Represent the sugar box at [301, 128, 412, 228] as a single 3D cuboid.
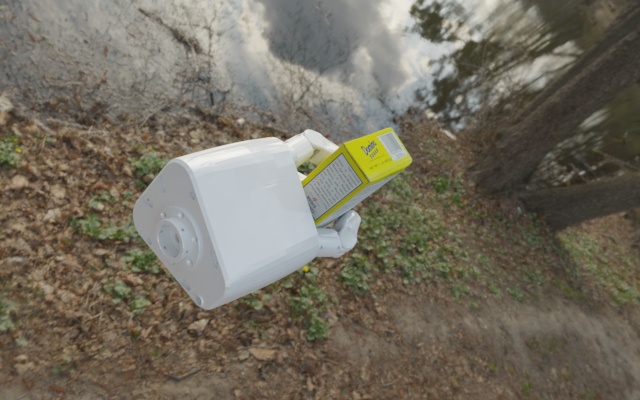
[{"bbox_3d":[0.000,0.001,0.471,0.176,0.048,0.093,-37,-7,37],"label":"sugar box"}]
